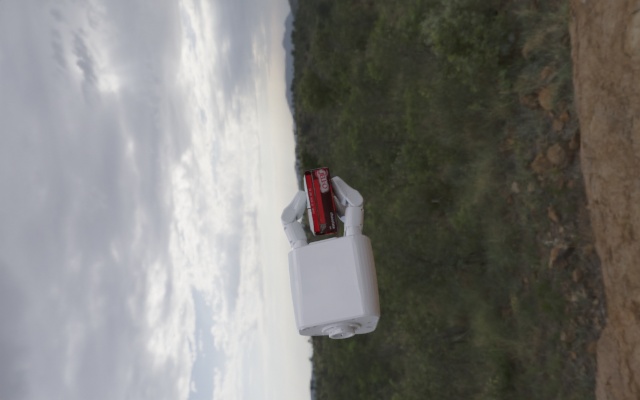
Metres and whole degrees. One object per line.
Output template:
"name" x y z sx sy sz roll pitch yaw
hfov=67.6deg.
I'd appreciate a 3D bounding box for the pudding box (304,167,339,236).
"pudding box" 0.000 0.002 0.686 0.039 0.090 0.113 -8 -1 -4
